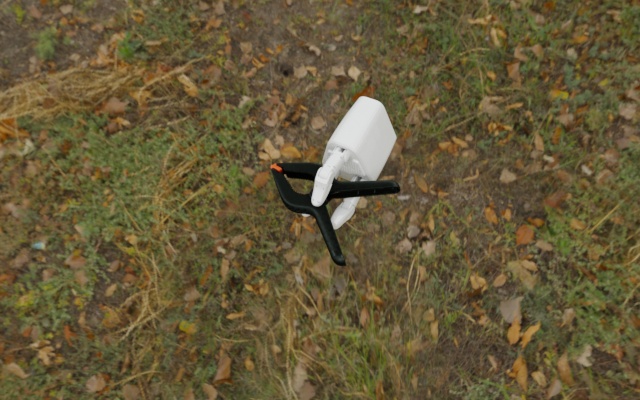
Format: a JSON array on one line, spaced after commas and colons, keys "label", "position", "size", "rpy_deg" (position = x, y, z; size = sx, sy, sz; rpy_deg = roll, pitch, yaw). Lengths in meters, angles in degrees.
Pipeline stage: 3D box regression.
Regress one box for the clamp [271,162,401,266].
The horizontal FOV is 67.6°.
[{"label": "clamp", "position": [0.000, 0.002, 0.766], "size": [0.210, 0.164, 0.036], "rpy_deg": [23, -24, 20]}]
